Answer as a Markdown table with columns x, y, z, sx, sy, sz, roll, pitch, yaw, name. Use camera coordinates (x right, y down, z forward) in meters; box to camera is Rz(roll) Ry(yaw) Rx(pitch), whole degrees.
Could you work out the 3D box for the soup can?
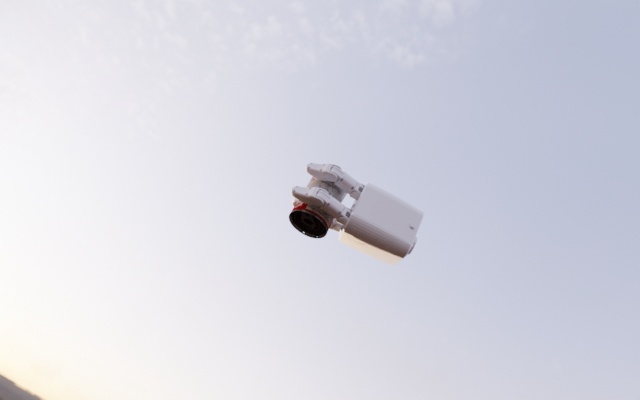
| x | y | z | sx | sy | sz | roll | pitch | yaw | name |
| --- | --- | --- | --- | --- | --- | --- | --- | --- | --- |
| 0.000 | 0.002 | 0.792 | 0.068 | 0.102 | 0.069 | 20 | -35 | 14 | soup can |
